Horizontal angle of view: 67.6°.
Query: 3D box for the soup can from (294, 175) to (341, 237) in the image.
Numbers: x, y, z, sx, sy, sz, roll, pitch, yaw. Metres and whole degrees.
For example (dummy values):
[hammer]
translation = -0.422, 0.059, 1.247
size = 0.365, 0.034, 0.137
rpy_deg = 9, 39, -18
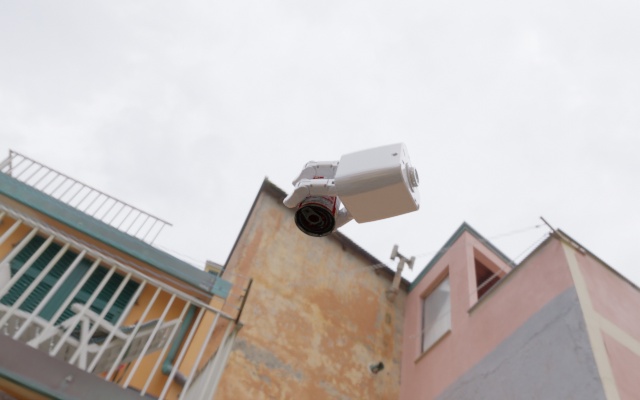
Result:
[soup can]
translation = 0.000, 0.003, 0.805
size = 0.068, 0.069, 0.102
rpy_deg = 0, 38, 14
